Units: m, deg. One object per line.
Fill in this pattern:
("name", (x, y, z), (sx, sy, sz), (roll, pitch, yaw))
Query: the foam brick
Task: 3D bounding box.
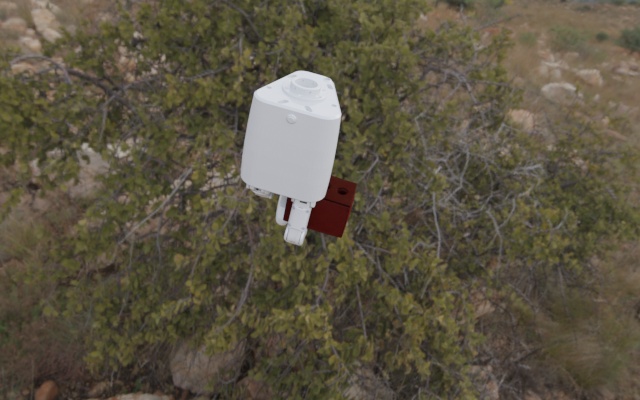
("foam brick", (0.000, 0.002, 0.585), (0.078, 0.051, 0.053), (17, 35, 3))
